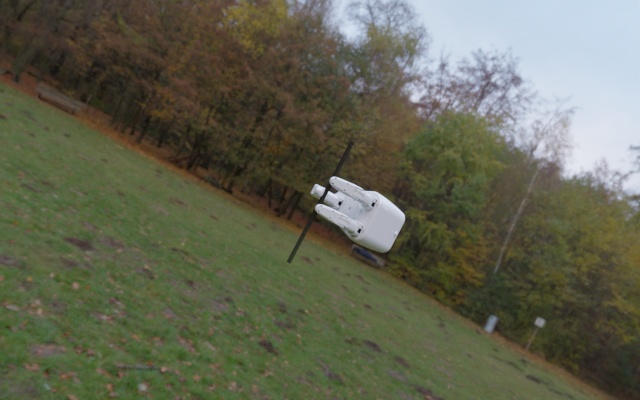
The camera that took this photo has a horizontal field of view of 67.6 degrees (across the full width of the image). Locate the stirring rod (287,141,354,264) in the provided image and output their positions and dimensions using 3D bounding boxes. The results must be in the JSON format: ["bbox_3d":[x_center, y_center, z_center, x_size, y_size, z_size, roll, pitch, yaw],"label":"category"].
[{"bbox_3d":[0.000,0.003,0.842,0.011,0.239,0.011,28,-1,1],"label":"stirring rod"}]
